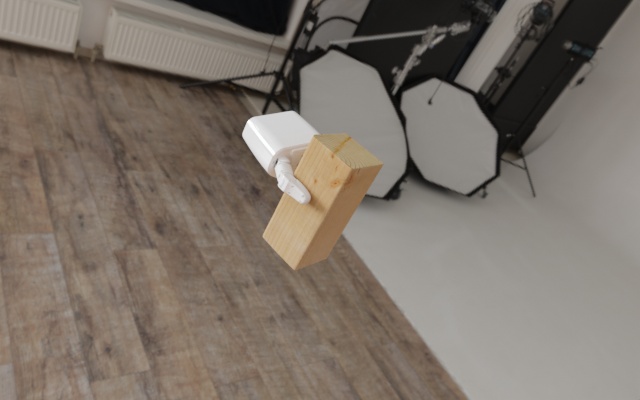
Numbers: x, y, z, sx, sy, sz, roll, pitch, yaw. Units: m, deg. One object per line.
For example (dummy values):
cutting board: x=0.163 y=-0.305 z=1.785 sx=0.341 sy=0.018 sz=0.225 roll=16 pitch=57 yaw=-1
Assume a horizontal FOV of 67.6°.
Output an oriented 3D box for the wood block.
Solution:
wood block: x=0.000 y=0.002 z=0.776 sx=0.090 sy=0.206 sz=0.091 roll=43 pitch=31 yaw=25
